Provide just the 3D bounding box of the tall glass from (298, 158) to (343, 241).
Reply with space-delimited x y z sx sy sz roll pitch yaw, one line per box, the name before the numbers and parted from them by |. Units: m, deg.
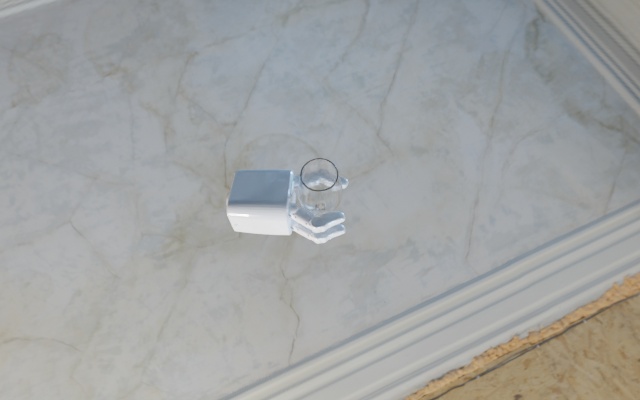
tall glass | 0.000 0.003 0.856 0.079 0.079 0.201 0 -27 1
